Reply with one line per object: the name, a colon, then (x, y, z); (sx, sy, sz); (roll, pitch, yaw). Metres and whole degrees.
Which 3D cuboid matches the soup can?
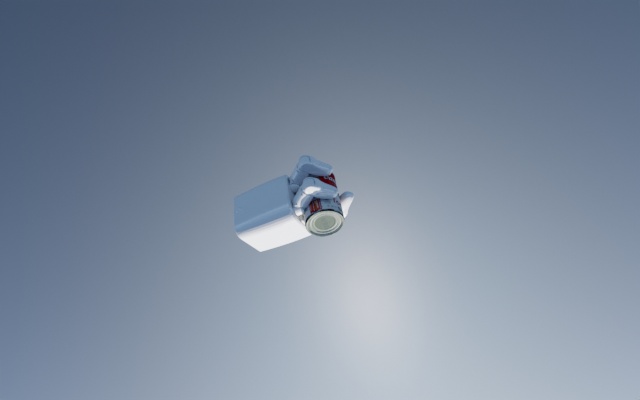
soup can: (0.001, 0.003, 0.815); (0.068, 0.102, 0.069); (-6, -44, -6)
